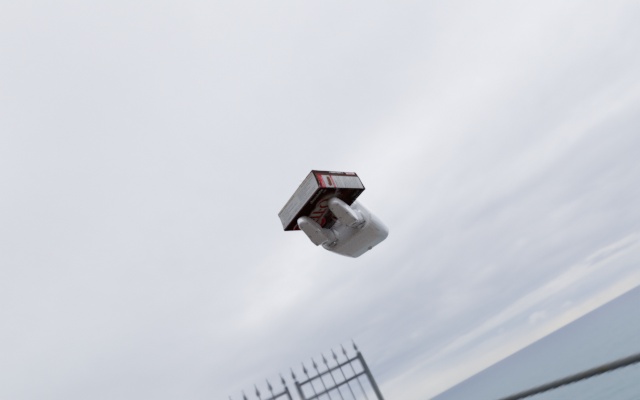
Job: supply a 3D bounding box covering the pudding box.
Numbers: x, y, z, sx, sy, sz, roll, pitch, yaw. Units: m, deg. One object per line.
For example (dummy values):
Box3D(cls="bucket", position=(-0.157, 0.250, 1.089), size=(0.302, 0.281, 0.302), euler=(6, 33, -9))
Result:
Box3D(cls="pudding box", position=(0.000, 0.002, 0.728), size=(0.090, 0.039, 0.113), euler=(-1, -39, -39))
